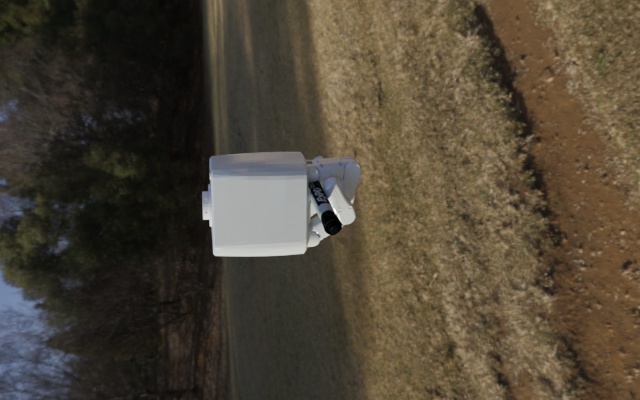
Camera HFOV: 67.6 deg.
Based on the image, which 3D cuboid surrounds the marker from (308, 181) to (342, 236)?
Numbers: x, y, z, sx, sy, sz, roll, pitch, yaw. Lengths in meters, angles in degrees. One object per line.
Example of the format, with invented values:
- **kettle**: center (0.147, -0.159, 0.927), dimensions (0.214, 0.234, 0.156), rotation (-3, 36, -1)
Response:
- **marker**: center (0.000, 0.002, 0.524), dimensions (0.020, 0.020, 0.121), rotation (0, 28, -15)
